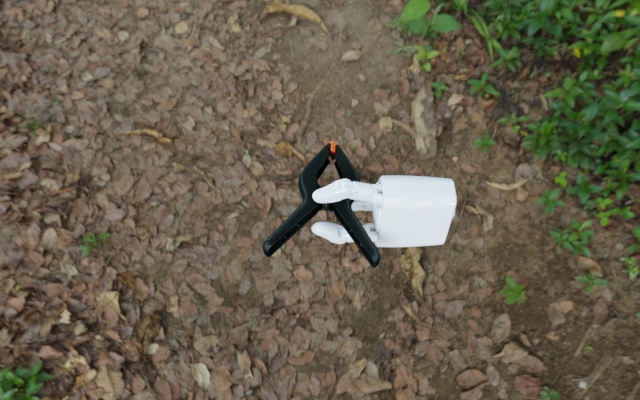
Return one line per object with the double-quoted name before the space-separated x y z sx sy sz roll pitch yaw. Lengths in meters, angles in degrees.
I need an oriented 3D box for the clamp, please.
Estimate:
"clamp" 0.000 0.001 0.713 0.164 0.209 0.036 0 -31 -2
